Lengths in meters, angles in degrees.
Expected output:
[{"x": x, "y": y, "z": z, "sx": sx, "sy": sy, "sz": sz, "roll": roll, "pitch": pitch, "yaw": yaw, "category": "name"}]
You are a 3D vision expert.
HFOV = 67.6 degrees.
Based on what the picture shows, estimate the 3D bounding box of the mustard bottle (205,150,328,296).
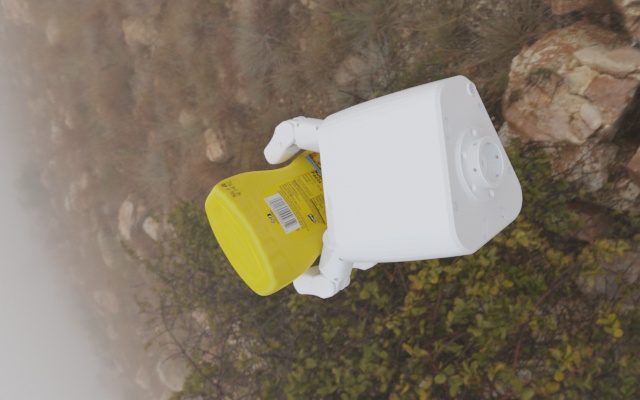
[{"x": 0.000, "y": 0.002, "z": 0.431, "sx": 0.191, "sy": 0.096, "sz": 0.058, "roll": -26, "pitch": -13, "yaw": -40, "category": "mustard bottle"}]
